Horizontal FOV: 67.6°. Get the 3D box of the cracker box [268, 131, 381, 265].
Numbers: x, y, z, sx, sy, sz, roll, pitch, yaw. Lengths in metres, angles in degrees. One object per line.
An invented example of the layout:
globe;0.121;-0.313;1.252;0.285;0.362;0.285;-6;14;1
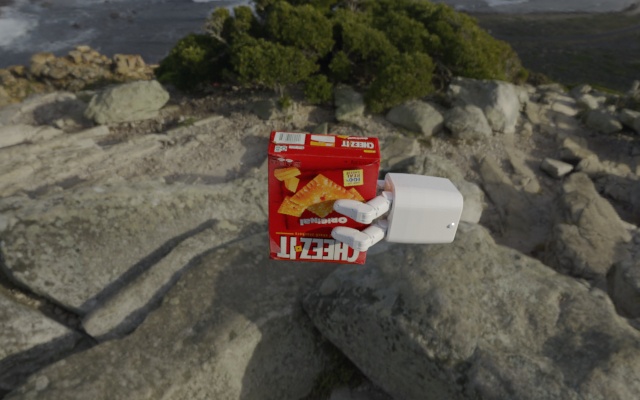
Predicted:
cracker box;0.000;0.002;0.755;0.164;0.214;0.072;4;37;0
